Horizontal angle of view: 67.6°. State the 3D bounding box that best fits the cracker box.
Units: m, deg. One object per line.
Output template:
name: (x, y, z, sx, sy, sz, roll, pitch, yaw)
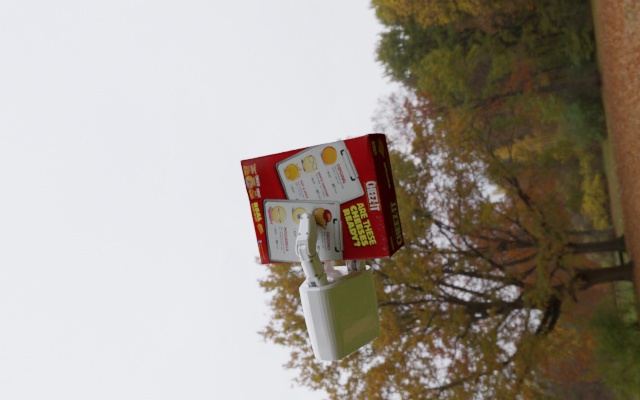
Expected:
cracker box: (0.000, 0.002, 0.689, 0.214, 0.164, 0.072, -8, 6, 30)
